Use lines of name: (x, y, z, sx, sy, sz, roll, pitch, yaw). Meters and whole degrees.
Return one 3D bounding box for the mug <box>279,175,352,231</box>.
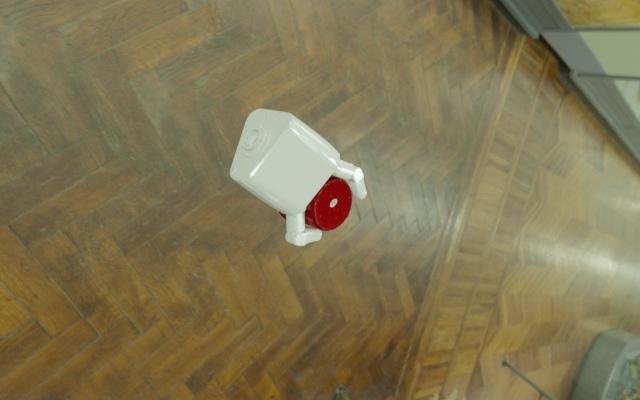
mug: (0.001, 0.003, 0.731, 0.081, 0.093, 0.117, 19, -11, 44)
